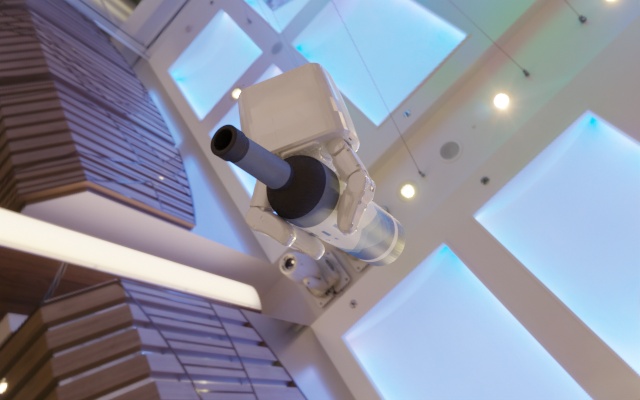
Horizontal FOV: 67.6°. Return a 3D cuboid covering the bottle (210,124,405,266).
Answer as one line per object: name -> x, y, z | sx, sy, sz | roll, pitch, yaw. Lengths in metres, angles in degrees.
bottle -> 0.000, 0.002, 0.489 | 0.069, 0.069, 0.296 | 0, -20, 33
